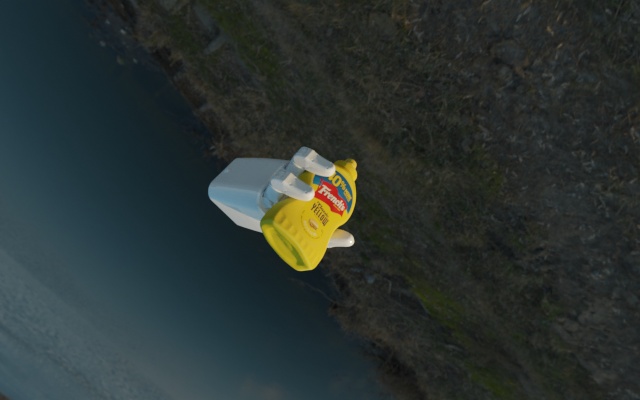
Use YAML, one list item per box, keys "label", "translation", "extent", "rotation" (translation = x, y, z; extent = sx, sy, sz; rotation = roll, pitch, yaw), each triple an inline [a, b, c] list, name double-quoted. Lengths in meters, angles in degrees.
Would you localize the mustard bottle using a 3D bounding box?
- label: "mustard bottle"
  translation: [0.000, 0.002, 0.683]
  extent: [0.058, 0.096, 0.191]
  rotation: [-17, 27, 48]
